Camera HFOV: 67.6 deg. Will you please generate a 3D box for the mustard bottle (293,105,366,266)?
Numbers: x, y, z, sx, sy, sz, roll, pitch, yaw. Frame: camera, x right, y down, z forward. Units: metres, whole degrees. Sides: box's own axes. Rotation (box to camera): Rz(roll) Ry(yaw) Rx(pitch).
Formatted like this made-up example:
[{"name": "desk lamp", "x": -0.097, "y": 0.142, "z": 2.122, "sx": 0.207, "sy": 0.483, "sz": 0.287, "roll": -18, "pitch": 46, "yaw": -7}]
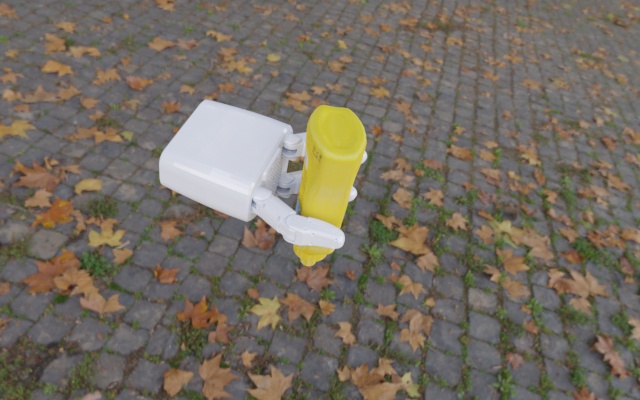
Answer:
[{"name": "mustard bottle", "x": 0.000, "y": 0.002, "z": 0.518, "sx": 0.058, "sy": 0.192, "sz": 0.096, "roll": 5, "pitch": 40, "yaw": -10}]
